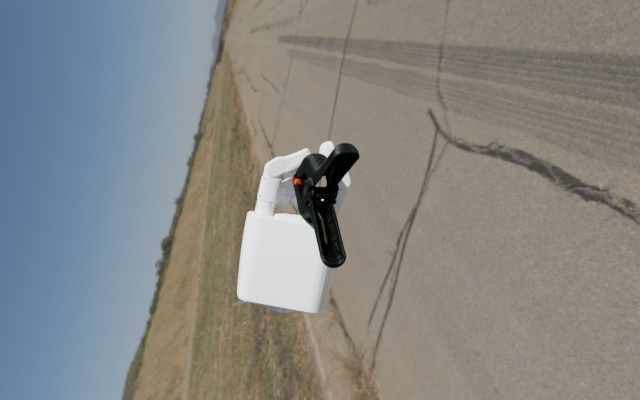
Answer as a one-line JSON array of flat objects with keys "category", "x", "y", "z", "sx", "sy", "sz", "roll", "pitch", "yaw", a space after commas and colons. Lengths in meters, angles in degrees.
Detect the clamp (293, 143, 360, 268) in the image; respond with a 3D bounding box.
[{"category": "clamp", "x": -0.001, "y": 0.001, "z": 0.517, "sx": 0.039, "sy": 0.120, "sz": 0.171, "roll": 10, "pitch": 1, "yaw": -14}]
